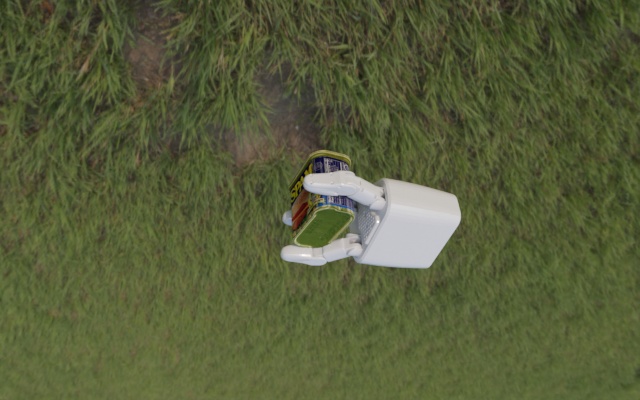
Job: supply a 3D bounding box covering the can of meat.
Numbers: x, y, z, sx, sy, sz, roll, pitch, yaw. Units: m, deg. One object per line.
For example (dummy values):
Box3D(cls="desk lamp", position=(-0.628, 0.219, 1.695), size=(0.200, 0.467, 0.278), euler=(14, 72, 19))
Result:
Box3D(cls="can of meat", position=(0.000, 0.002, 0.599), size=(0.057, 0.084, 0.102), euler=(12, -36, -23))
